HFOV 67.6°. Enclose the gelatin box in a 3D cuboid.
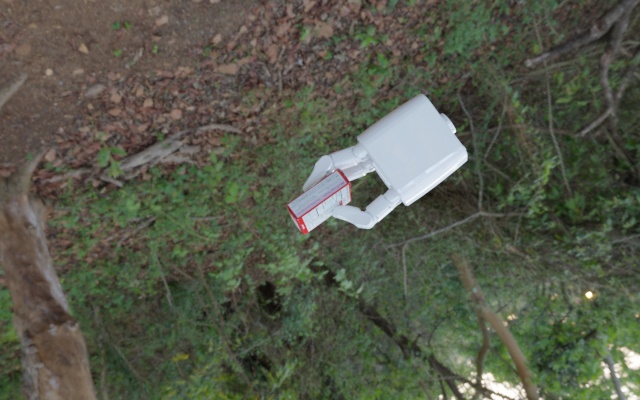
[{"bbox_3d":[0.000,0.003,0.660,0.089,0.030,0.073,-36,-19,-7],"label":"gelatin box"}]
